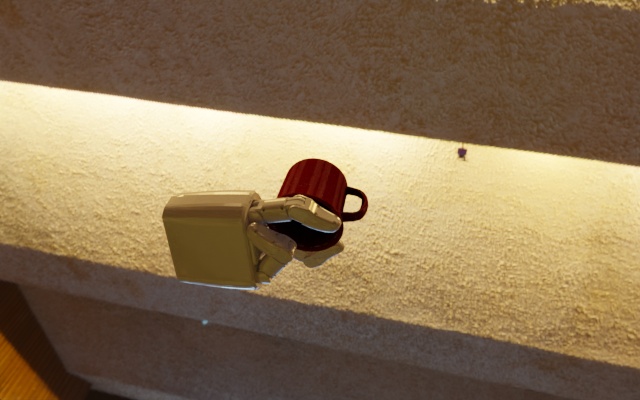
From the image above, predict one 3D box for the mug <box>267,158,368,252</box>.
[{"bbox_3d":[0.002,0.002,0.582,0.117,0.093,0.081,0,40,14],"label":"mug"}]
